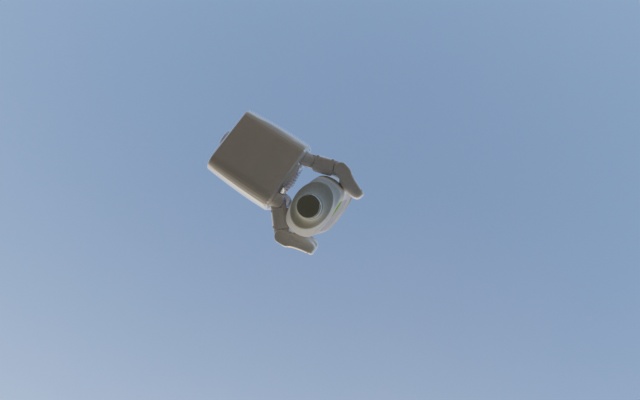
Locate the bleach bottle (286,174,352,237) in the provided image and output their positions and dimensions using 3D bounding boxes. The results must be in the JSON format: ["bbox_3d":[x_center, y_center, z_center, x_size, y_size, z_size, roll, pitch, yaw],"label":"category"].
[{"bbox_3d":[0.000,0.002,0.695,0.068,0.102,0.251,34,2,4],"label":"bleach bottle"}]
